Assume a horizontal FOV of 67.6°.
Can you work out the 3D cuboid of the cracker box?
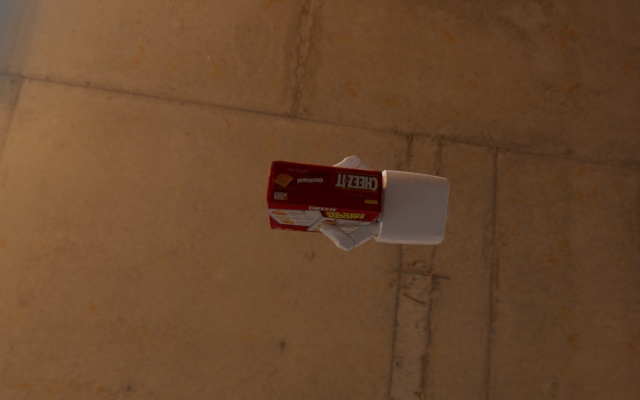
[{"bbox_3d":[0.000,0.003,0.775,0.164,0.072,0.214,5,-14,-3],"label":"cracker box"}]
